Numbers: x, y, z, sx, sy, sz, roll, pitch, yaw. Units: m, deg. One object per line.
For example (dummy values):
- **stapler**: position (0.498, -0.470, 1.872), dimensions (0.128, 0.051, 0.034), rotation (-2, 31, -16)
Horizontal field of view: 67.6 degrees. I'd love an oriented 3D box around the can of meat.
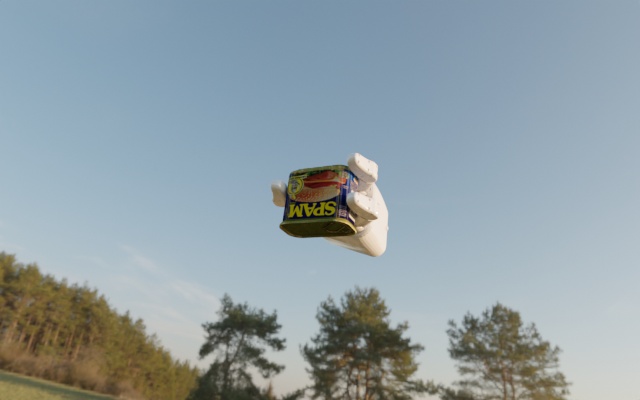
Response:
- **can of meat**: position (0.000, 0.002, 0.656), dimensions (0.102, 0.084, 0.057), rotation (-4, -25, 24)
